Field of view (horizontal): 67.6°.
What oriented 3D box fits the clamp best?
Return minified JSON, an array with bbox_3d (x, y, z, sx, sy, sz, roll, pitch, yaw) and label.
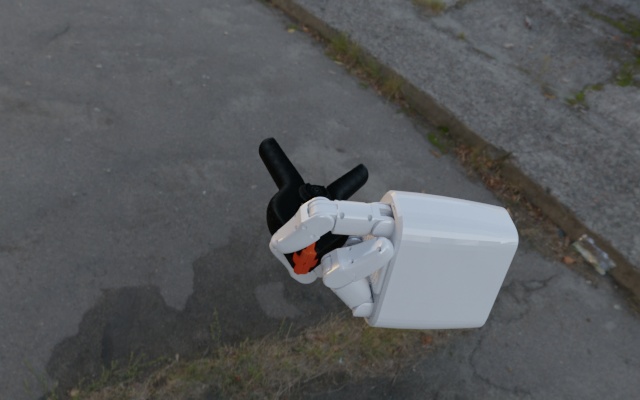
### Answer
[{"bbox_3d":[0.000,0.001,0.462,0.120,0.039,0.171,5,42,-12],"label":"clamp"}]
